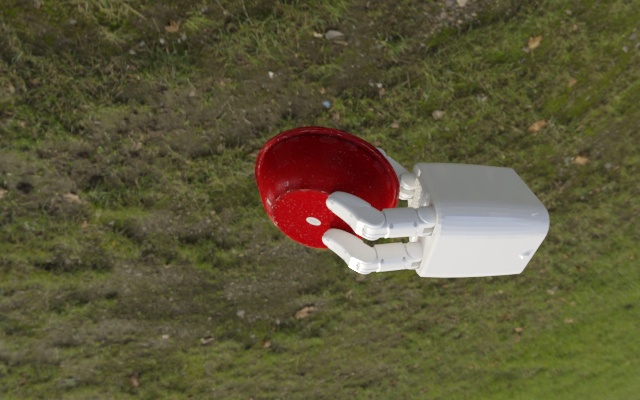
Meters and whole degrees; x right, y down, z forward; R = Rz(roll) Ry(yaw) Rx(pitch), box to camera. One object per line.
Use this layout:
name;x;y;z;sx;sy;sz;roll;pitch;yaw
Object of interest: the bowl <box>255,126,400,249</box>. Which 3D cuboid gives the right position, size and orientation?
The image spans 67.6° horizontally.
bowl;-0.001;0.002;0.506;0.162;0.055;0.162;9;-42;8
